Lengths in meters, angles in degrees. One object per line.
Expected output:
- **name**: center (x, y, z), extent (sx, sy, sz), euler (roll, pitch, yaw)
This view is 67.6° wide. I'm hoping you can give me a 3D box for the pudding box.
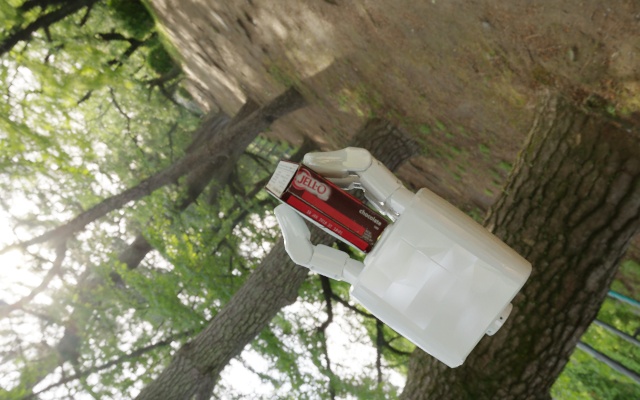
- **pudding box**: center (0.000, 0.002, 0.430), extent (0.090, 0.039, 0.113), euler (34, -4, -15)
